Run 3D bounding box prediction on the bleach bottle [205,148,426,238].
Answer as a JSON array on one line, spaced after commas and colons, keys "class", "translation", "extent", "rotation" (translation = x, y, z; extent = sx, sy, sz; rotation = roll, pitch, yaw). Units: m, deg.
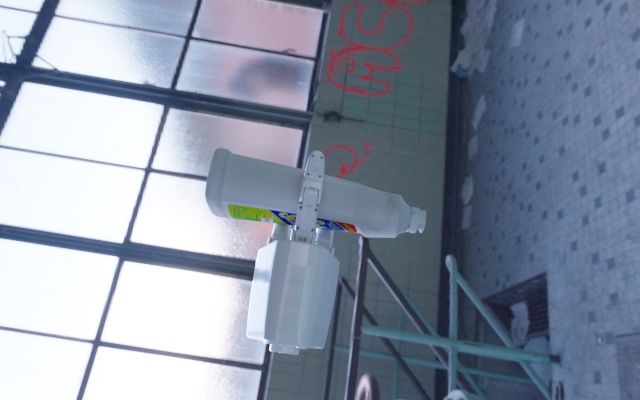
[{"class": "bleach bottle", "translation": [0.000, 0.002, 0.560], "extent": [0.251, 0.068, 0.102], "rotation": [10, -17, -2]}]
